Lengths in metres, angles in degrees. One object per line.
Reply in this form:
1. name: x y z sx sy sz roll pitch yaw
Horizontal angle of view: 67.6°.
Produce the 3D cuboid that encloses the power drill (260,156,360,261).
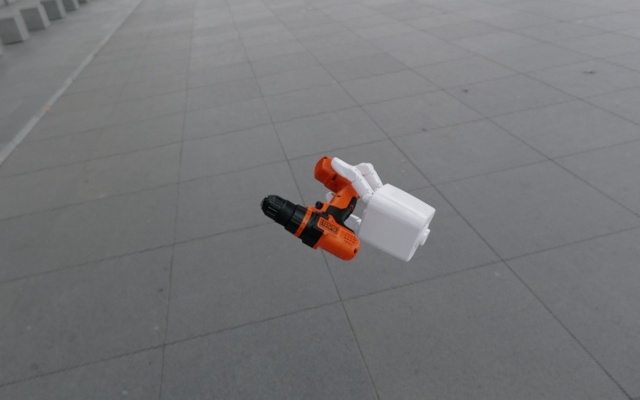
1. power drill: 0.001 0.003 0.863 0.184 0.187 0.057 31 -45 -7
